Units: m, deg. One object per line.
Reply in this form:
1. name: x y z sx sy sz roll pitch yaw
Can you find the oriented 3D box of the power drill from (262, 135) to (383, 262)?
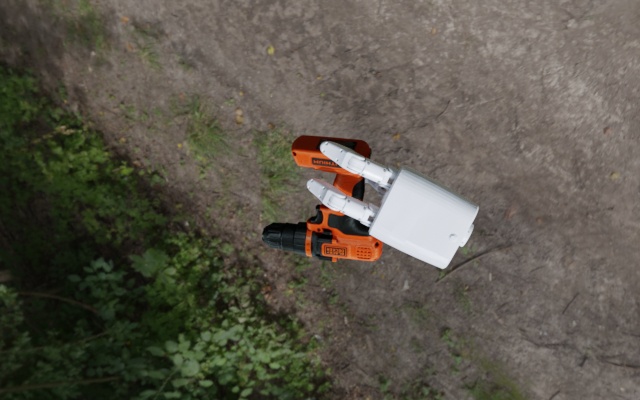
1. power drill: 0.000 0.002 0.686 0.184 0.188 0.057 5 34 9
